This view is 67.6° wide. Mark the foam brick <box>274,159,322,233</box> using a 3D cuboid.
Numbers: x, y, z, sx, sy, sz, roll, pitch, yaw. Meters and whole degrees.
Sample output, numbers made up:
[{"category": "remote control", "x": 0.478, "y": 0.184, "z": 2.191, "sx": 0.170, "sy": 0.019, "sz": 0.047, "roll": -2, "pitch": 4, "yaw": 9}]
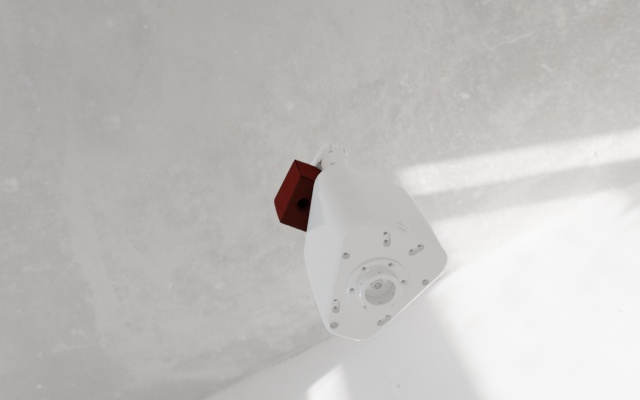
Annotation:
[{"category": "foam brick", "x": 0.000, "y": 0.002, "z": 0.479, "sx": 0.078, "sy": 0.053, "sz": 0.051, "roll": 20, "pitch": 19, "yaw": -18}]
